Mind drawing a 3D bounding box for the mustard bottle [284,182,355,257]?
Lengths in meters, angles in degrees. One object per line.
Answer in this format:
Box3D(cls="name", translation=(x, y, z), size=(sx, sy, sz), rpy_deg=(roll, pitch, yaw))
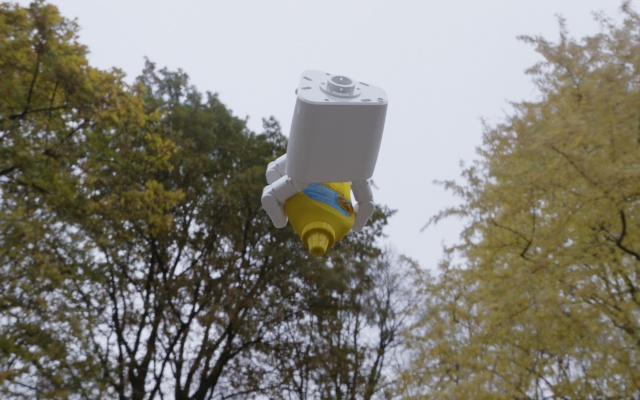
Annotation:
Box3D(cls="mustard bottle", translation=(0.000, 0.002, 0.636), size=(0.096, 0.058, 0.191), rpy_deg=(28, 33, -18))
